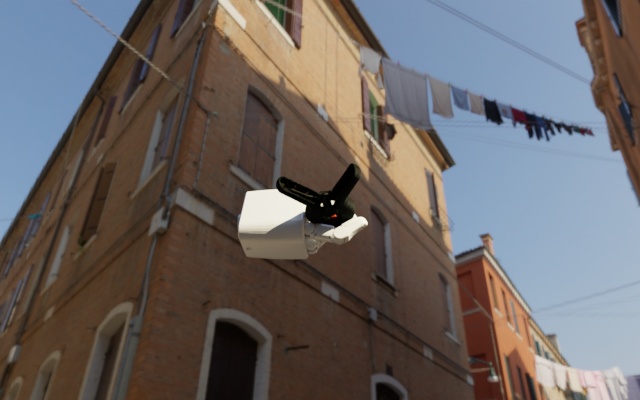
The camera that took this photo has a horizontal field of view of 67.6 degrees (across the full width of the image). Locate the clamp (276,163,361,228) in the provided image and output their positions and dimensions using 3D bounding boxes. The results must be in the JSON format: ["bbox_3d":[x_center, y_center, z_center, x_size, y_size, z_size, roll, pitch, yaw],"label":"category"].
[{"bbox_3d":[0.000,0.002,0.725,0.120,0.039,0.172,0,-32,3],"label":"clamp"}]
